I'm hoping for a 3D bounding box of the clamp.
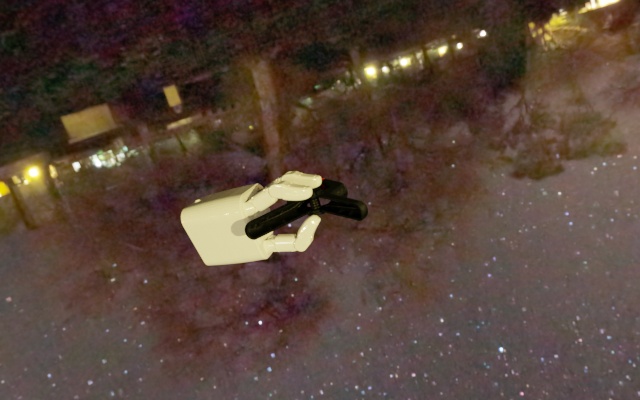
[{"bbox_3d":[0.000,0.003,0.699,0.164,0.036,0.210,-8,15,17],"label":"clamp"}]
